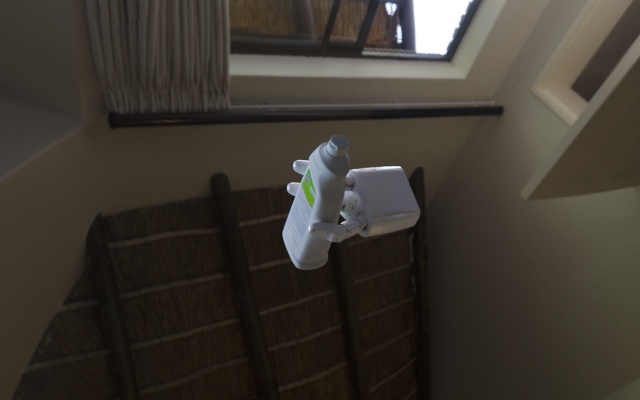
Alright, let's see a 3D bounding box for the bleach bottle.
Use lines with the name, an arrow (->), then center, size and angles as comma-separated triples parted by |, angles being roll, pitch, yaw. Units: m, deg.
bleach bottle -> 0.000, 0.003, 0.792 | 0.068, 0.102, 0.251 | -8, -39, -27
